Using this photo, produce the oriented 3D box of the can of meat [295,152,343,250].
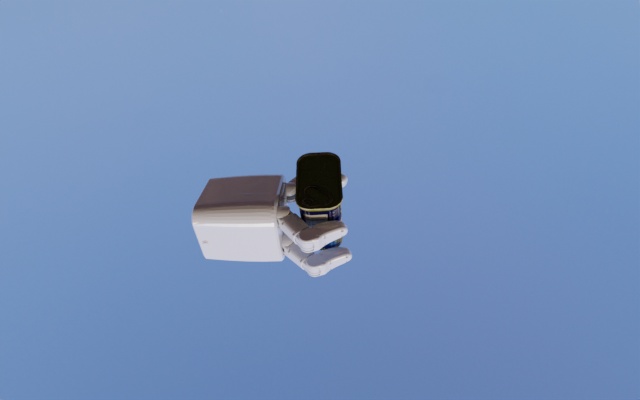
[{"bbox_3d":[0.000,0.002,0.619,0.057,0.102,0.084,-3,-44,2],"label":"can of meat"}]
